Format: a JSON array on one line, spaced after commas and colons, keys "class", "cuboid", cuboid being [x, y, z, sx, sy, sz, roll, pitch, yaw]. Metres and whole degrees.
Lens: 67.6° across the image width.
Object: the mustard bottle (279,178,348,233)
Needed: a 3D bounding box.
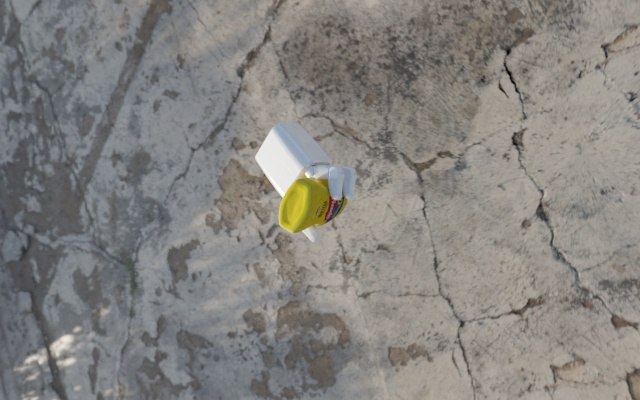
[{"class": "mustard bottle", "cuboid": [0.000, 0.003, 0.897, 0.058, 0.096, 0.191, 28, 17, 24]}]
